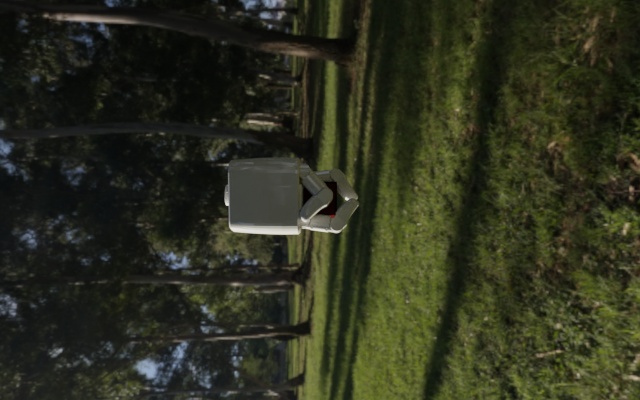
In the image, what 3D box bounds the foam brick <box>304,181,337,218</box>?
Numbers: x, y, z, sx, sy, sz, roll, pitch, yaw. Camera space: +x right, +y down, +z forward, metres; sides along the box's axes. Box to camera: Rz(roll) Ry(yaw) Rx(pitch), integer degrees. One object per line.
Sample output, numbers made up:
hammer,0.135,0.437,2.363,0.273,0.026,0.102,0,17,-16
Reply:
foam brick,0.000,0.003,0.761,0.051,0.053,0.078,0,-12,1
